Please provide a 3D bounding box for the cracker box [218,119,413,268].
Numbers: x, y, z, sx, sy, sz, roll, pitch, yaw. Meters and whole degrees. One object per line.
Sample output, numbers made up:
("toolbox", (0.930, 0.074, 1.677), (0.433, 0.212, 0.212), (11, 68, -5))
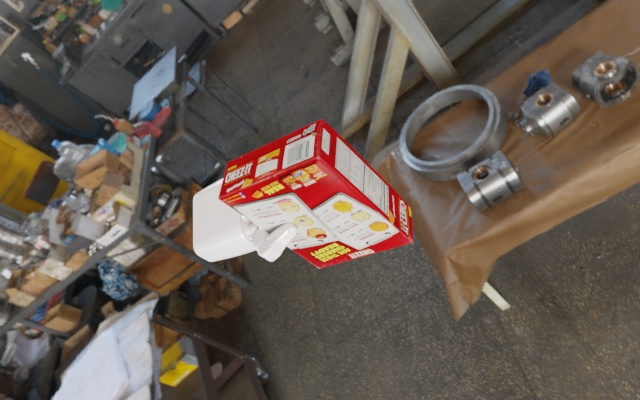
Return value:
("cracker box", (0.000, 0.002, 0.640), (0.164, 0.072, 0.214), (-20, -42, 33))
